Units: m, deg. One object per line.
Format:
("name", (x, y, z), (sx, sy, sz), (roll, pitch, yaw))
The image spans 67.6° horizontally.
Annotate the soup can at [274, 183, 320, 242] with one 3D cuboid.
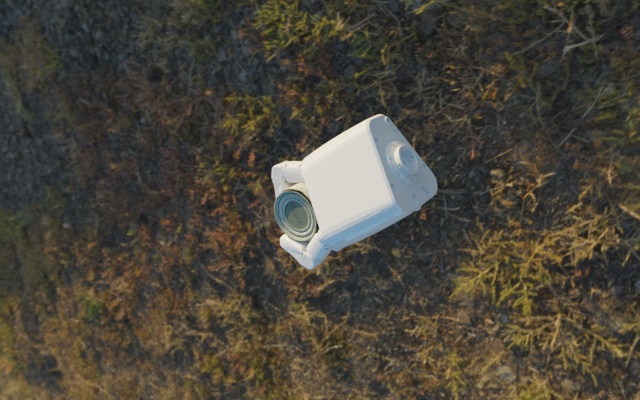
("soup can", (0.000, 0.002, 0.593), (0.068, 0.068, 0.102), (0, 20, 39))
